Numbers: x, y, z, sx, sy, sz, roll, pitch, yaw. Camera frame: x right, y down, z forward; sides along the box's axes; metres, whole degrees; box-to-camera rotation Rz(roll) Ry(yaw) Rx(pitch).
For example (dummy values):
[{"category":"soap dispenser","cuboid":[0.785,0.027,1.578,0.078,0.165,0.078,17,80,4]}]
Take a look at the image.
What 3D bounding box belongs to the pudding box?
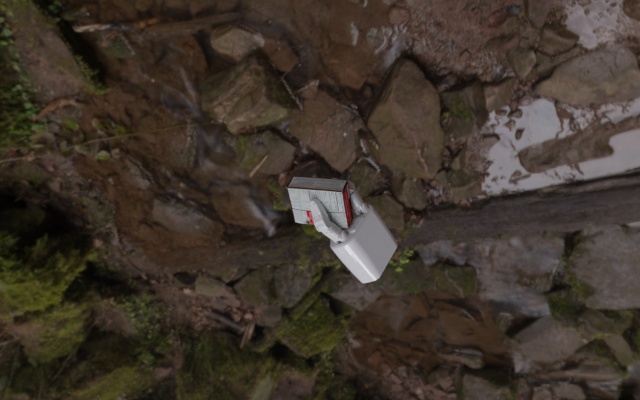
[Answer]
[{"category":"pudding box","cuboid":[0.000,0.003,0.882,0.113,0.090,0.039,4,39,18]}]
